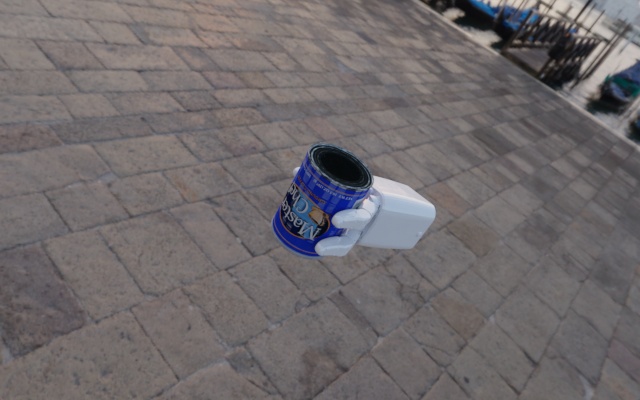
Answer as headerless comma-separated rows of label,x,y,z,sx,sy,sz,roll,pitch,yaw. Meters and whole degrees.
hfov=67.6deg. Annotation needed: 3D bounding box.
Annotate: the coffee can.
coffee can,0.000,0.002,0.698,0.103,0.140,0.102,21,34,-14
